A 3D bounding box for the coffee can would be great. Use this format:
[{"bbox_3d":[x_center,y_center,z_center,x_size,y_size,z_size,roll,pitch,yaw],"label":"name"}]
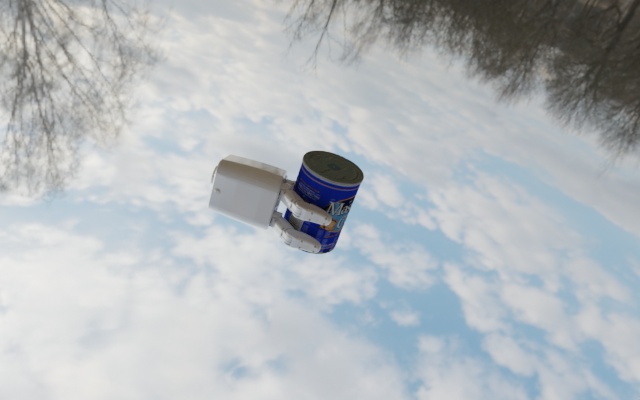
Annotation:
[{"bbox_3d":[0.000,0.002,0.793,0.103,0.140,0.102,16,28,-9],"label":"coffee can"}]
